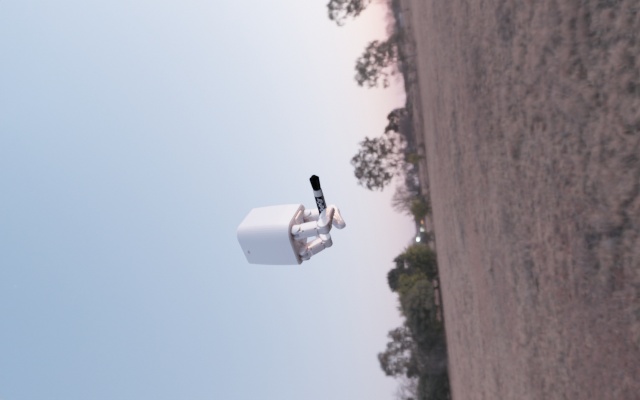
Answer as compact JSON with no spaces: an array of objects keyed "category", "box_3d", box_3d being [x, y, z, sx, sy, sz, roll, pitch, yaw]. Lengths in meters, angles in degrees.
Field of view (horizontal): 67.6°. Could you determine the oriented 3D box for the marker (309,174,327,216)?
[{"category":"marker","box_3d":[0.000,0.003,0.875,0.020,0.121,0.020,-10,38,8]}]
